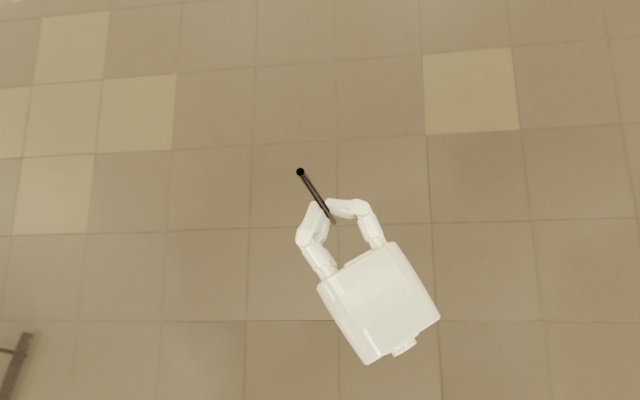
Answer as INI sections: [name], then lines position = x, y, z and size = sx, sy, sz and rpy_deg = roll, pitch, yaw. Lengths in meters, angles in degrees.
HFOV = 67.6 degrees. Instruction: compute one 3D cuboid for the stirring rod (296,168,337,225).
[stirring rod]
position = 0.000, 0.002, 0.560
size = 0.011, 0.011, 0.239
rpy_deg = 0, -14, 9
